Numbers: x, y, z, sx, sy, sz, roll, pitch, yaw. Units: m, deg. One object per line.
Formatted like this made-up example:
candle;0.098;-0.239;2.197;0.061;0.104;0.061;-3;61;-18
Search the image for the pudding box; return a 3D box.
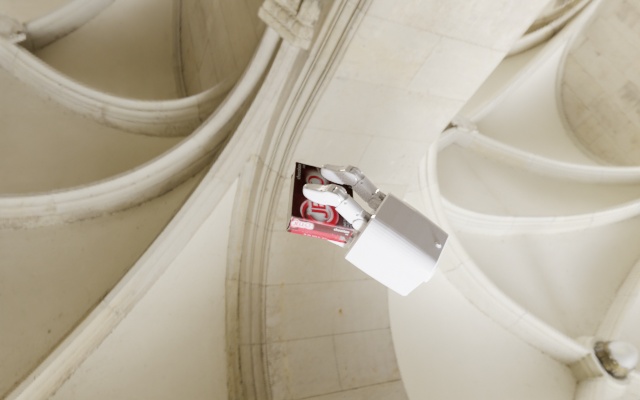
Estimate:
pudding box;0.000;0.002;0.685;0.090;0.113;0.039;13;-47;-13
